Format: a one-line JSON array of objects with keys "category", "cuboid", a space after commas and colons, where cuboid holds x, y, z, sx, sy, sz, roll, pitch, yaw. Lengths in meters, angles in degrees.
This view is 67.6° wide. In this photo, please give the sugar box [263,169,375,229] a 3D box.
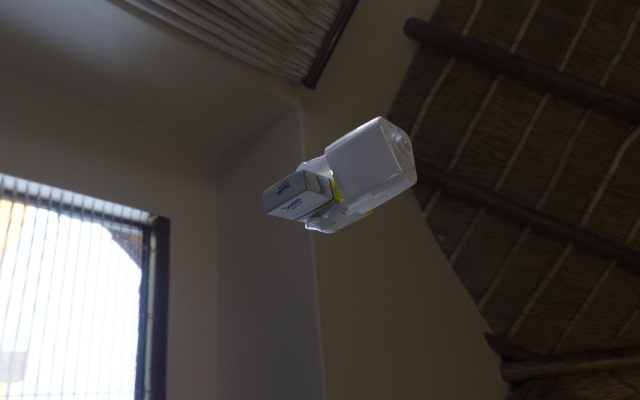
[{"category": "sugar box", "cuboid": [0.000, 0.002, 0.789, 0.093, 0.048, 0.176, -28, -31, 32]}]
